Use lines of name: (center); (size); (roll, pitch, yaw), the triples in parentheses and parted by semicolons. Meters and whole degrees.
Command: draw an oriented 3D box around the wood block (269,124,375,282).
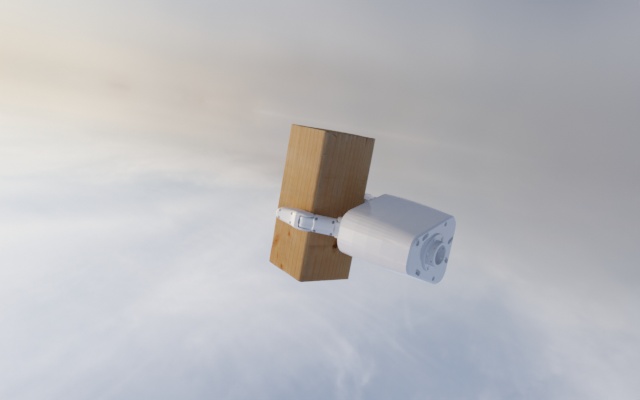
wood block: (0.000, 0.002, 0.686); (0.091, 0.206, 0.090); (3, 12, -36)
